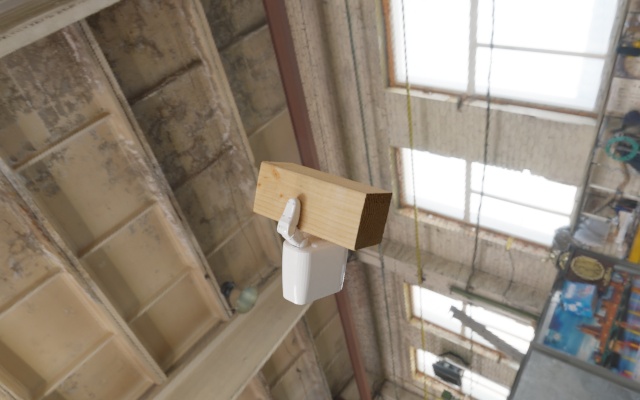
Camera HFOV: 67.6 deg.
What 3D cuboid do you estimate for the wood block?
[{"bbox_3d":[0.000,0.003,0.784,0.206,0.090,0.091,18,13,32],"label":"wood block"}]
